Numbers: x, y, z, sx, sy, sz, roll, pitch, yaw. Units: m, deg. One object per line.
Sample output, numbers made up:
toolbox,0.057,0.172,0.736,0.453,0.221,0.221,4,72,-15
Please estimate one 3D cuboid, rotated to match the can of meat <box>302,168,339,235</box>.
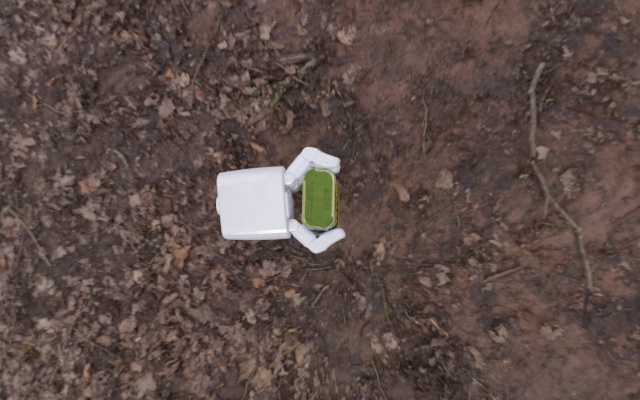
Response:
can of meat,0.000,0.003,0.775,0.057,0.102,0.084,0,-8,5
